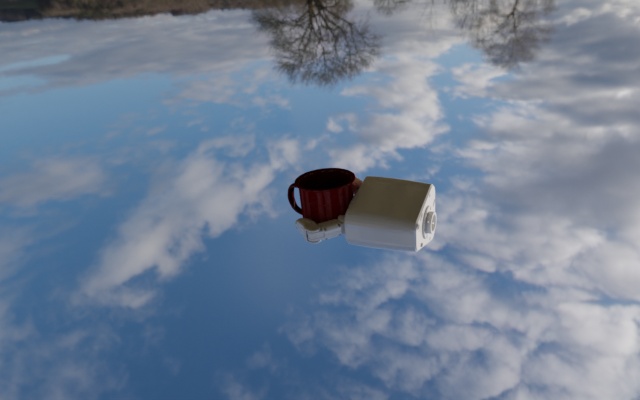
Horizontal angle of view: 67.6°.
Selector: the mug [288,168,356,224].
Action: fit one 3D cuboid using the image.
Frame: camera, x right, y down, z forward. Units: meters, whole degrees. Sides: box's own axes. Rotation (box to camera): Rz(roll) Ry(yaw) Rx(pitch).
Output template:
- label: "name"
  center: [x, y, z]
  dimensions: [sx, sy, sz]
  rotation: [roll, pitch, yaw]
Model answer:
- label: "mug"
  center: [-0.001, 0.003, 0.741]
  dimensions: [0.117, 0.081, 0.093]
  rotation: [6, 27, 27]
